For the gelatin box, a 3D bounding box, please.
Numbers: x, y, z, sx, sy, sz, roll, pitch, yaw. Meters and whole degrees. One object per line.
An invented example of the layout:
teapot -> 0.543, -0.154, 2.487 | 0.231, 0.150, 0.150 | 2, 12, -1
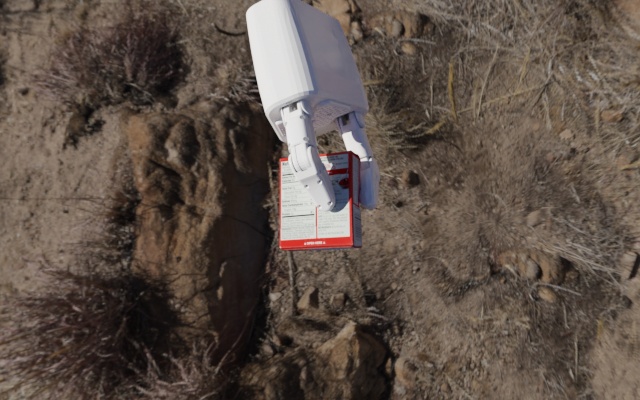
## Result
gelatin box -> 0.000, 0.002, 0.447 | 0.073, 0.089, 0.030 | -5, -12, 22
